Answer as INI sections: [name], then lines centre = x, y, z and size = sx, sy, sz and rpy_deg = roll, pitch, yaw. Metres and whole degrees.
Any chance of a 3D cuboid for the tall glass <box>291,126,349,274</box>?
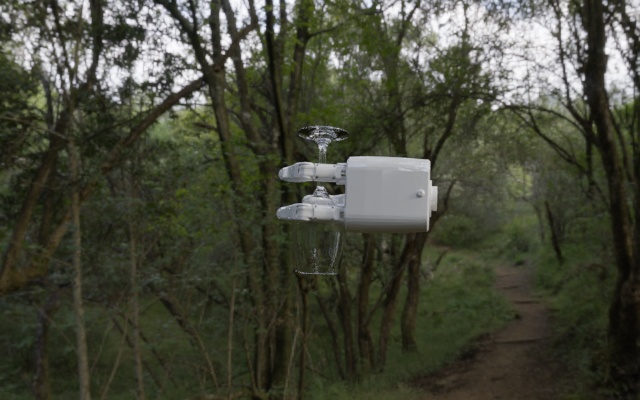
[tall glass]
centre = 0.000, 0.002, 0.673
size = 0.079, 0.201, 0.079
rpy_deg = 3, -7, 0
